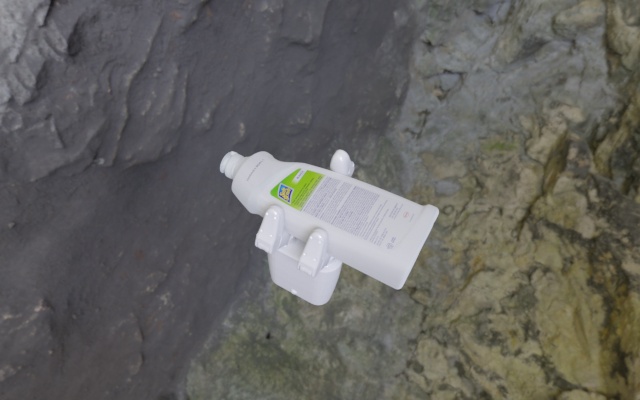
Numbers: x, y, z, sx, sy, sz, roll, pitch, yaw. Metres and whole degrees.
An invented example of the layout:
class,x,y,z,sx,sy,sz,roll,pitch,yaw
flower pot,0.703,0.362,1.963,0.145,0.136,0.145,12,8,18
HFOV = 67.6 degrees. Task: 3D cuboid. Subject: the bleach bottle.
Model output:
class,x,y,z,sx,sy,sz,roll,pitch,yaw
bleach bottle,0.000,0.002,0.554,0.251,0.102,0.068,26,-34,13
